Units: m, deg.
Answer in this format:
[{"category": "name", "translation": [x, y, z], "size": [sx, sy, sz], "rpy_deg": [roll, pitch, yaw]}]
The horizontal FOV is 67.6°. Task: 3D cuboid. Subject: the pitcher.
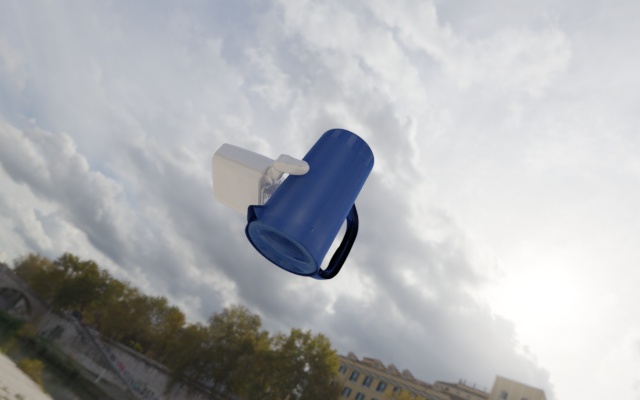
[{"category": "pitcher", "translation": [0.000, 0.003, 0.796], "size": [0.145, 0.242, 0.149], "rpy_deg": [23, -31, 19]}]
